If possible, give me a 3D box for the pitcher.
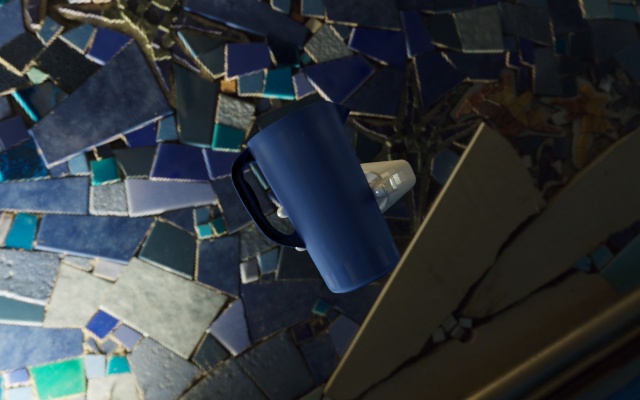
[{"bbox_3d":[0.000,0.002,0.652,0.149,0.243,0.145,-27,0,40],"label":"pitcher"}]
